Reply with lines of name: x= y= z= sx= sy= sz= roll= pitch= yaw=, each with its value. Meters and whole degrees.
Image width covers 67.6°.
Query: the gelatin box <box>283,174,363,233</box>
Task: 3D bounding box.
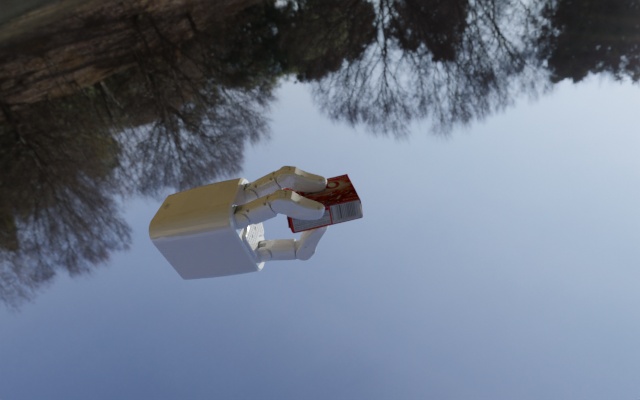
gelatin box: x=0.001 y=0.002 z=0.585 sx=0.089 sy=0.030 sz=0.073 roll=-12 pitch=28 yaw=-4
